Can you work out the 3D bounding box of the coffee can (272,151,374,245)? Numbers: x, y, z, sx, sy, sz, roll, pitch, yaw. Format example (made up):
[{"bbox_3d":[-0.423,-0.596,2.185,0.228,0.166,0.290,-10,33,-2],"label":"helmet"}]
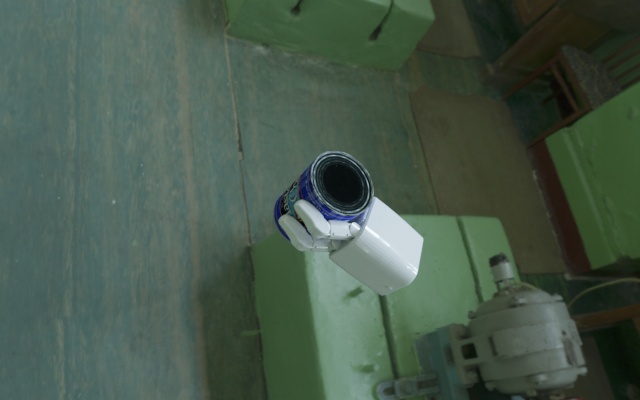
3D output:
[{"bbox_3d":[0.000,0.002,0.728,0.103,0.102,0.140,0,-24,-30],"label":"coffee can"}]
